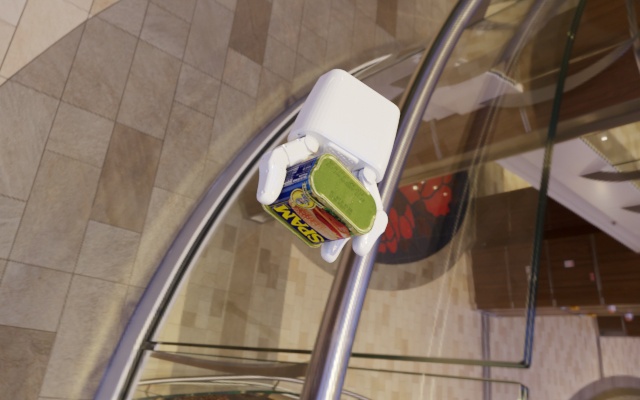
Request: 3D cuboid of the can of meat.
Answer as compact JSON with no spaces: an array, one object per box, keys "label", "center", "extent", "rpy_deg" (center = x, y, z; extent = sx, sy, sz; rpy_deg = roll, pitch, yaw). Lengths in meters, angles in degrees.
[{"label":"can of meat","center":[0.000,0.002,0.519],"extent":[0.084,0.057,0.102],"rpy_deg":[-17,-50,46]}]
